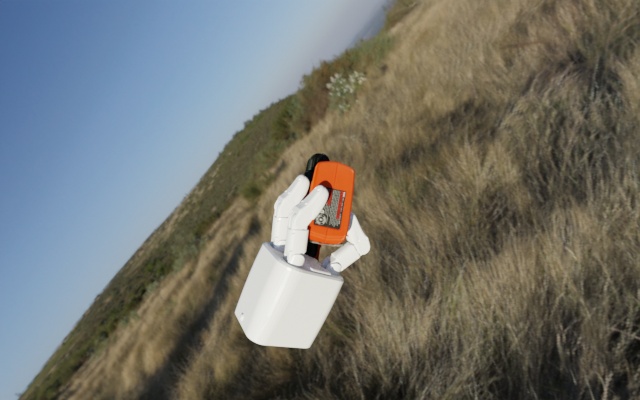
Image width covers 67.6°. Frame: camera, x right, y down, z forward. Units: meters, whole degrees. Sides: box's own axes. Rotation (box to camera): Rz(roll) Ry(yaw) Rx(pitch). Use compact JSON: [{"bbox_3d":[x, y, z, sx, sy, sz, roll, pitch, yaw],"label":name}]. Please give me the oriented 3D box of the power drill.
[{"bbox_3d":[0.000,0.002,0.687,0.057,0.184,0.188,9,-11,-7],"label":"power drill"}]
